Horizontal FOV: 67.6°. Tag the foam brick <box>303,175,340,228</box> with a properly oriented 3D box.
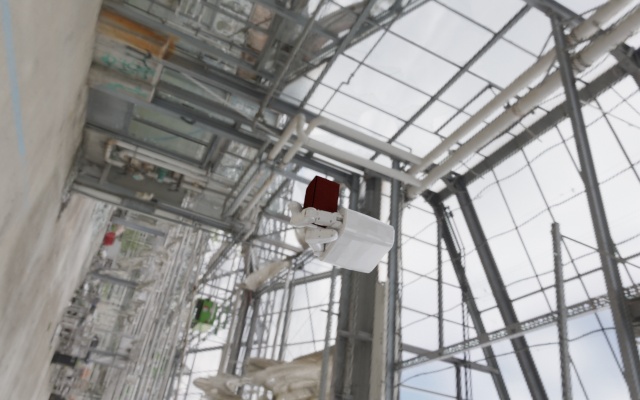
[{"bbox_3d":[0.000,0.003,0.900,0.051,0.078,0.053,18,-33,-16],"label":"foam brick"}]
